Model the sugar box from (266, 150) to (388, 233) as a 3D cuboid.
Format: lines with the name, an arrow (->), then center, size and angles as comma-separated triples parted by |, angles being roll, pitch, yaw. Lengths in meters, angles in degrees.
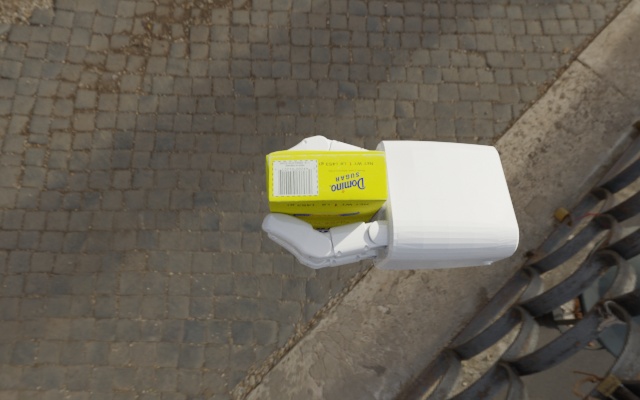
sugar box -> 0.000, 0.002, 0.442 | 0.093, 0.048, 0.176 | 0, -15, -3
